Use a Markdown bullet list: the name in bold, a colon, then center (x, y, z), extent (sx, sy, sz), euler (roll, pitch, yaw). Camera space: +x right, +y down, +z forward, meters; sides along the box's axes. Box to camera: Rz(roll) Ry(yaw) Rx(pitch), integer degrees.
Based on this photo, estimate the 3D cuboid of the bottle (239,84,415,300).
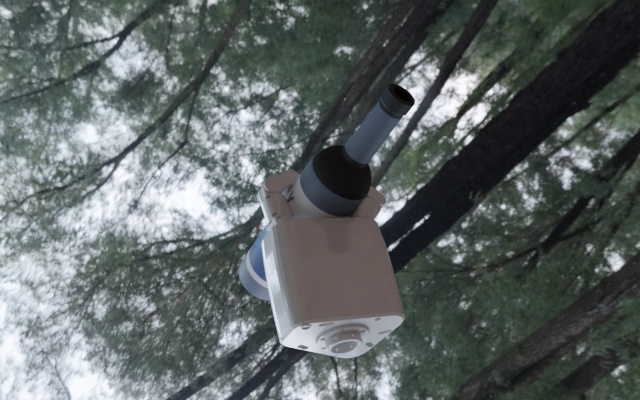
- **bottle**: center (0.000, 0.002, 0.497), extent (0.069, 0.069, 0.296), euler (0, -39, -37)
